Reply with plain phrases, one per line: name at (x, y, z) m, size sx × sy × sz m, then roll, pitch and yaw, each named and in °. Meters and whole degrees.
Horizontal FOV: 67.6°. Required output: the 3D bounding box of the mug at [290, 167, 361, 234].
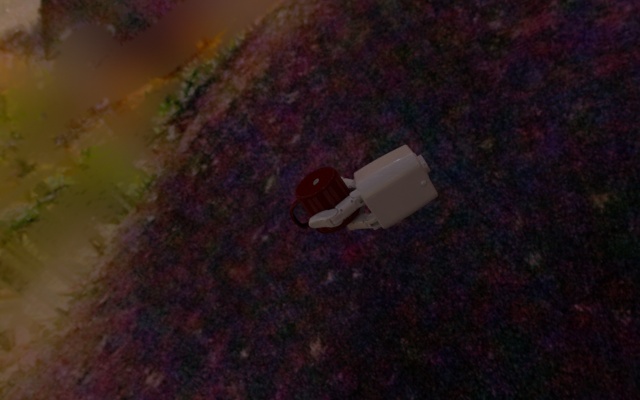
mug at (-0.001, 0.003, 0.820) m, size 0.117 × 0.081 × 0.093 m, roll -31°, pitch 28°, yaw 8°
